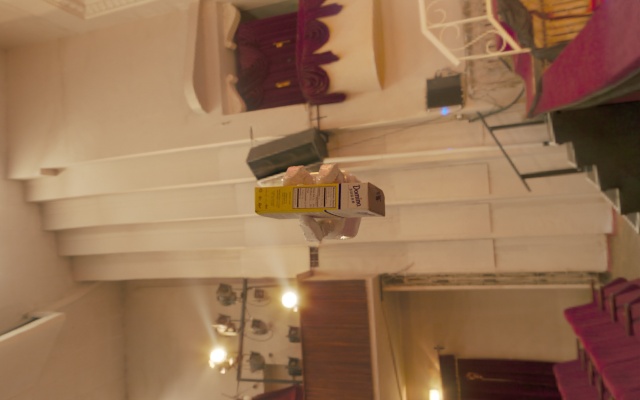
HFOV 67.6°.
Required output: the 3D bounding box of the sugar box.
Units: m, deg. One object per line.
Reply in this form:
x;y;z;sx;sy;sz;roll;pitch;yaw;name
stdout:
0.000;0.002;0.708;0.176;0.048;0.093;-4;-9;20;sugar box
